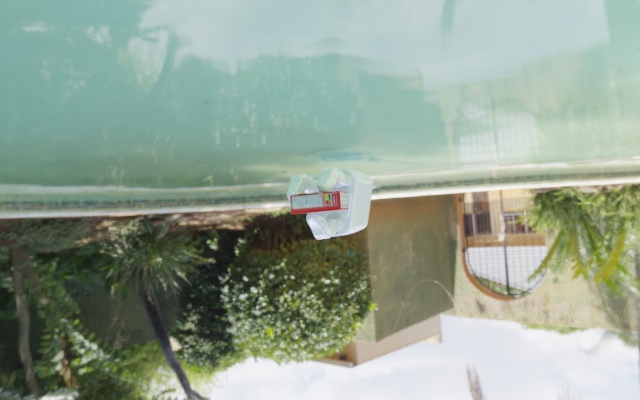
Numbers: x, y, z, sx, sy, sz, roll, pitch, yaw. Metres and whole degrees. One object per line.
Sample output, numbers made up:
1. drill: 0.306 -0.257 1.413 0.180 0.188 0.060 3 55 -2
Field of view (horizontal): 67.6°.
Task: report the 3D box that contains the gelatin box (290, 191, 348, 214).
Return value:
1. gelatin box: 0.000 0.003 0.713 0.073 0.030 0.089 -5 -1 11
